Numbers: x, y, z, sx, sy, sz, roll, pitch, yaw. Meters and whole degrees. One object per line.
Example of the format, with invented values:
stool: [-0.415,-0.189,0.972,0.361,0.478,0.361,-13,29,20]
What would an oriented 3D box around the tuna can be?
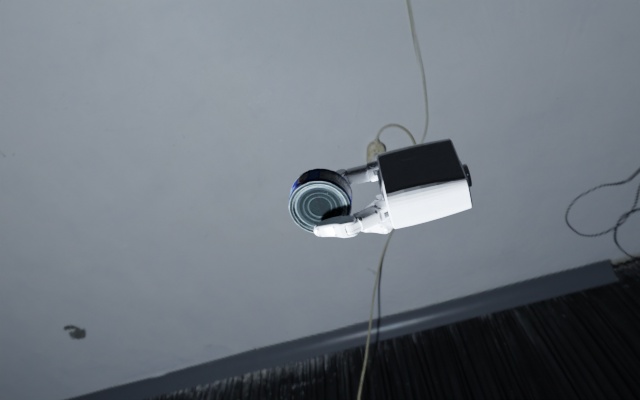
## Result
tuna can: [0.000,0.002,0.643,0.086,0.086,0.033,0,31,5]
